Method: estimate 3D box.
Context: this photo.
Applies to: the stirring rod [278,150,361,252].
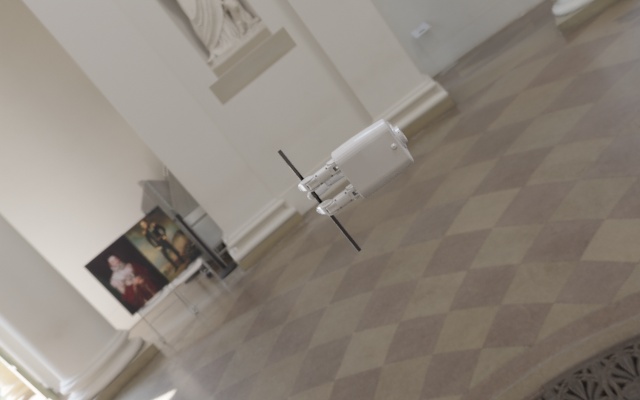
[{"bbox_3d":[0.000,0.003,0.876,0.011,0.239,0.011,-37,13,10],"label":"stirring rod"}]
